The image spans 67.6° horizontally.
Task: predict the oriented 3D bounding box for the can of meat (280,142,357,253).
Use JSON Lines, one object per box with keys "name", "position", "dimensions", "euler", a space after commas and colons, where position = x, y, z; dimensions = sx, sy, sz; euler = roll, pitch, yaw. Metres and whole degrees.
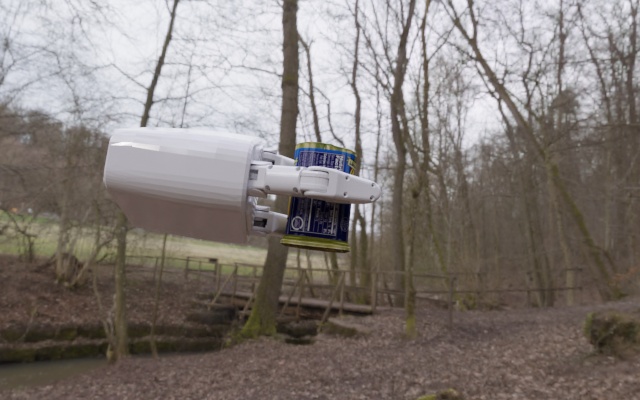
{"name": "can of meat", "position": [0.000, 0.001, 0.422], "dimensions": [0.057, 0.084, 0.102], "euler": [6, -8, 0]}
